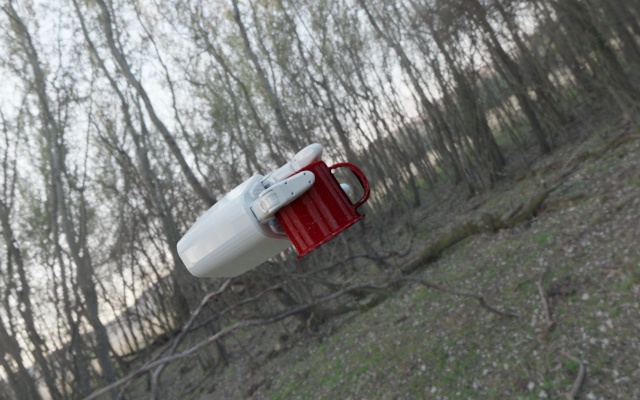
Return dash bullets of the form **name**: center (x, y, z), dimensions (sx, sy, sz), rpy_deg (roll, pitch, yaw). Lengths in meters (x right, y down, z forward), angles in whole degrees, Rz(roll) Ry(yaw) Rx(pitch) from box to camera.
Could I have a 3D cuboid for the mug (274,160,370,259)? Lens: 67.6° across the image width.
- **mug**: center (0.001, 0.001, 0.540), dimensions (0.117, 0.081, 0.093), rpy_deg (-34, -3, 18)
